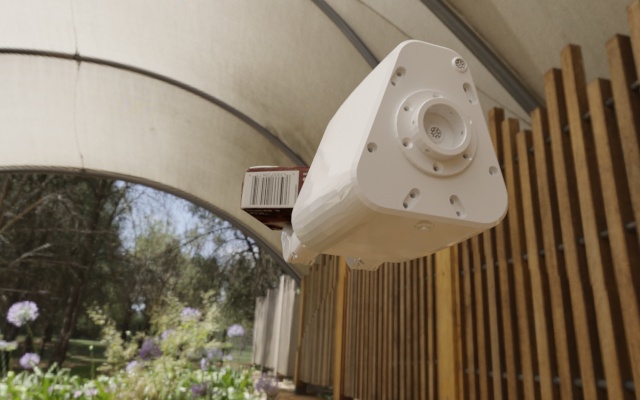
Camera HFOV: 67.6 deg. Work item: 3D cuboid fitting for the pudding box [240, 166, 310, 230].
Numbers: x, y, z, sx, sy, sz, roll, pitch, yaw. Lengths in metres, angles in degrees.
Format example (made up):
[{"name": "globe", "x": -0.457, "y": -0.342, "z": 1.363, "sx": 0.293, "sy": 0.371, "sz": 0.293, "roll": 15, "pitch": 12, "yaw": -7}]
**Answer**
[{"name": "pudding box", "x": 0.000, "y": 0.001, "z": 0.407, "sx": 0.113, "sy": 0.039, "sz": 0.090, "roll": 2, "pitch": -15, "yaw": 11}]
